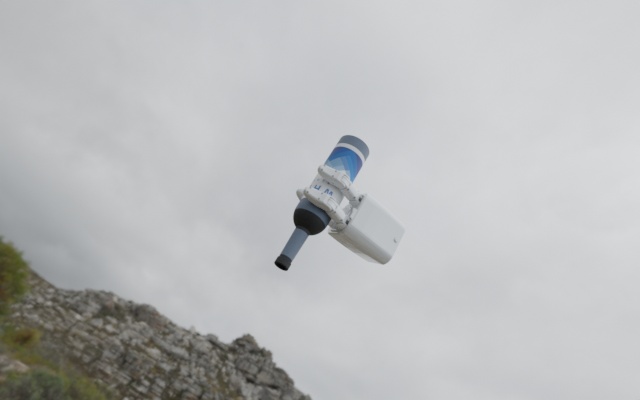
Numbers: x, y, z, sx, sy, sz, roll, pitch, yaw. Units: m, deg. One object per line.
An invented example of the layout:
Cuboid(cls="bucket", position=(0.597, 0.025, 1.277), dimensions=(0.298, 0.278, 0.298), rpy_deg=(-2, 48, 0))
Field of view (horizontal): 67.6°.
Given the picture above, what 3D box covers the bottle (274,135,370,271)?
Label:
Cuboid(cls="bottle", position=(0.000, 0.003, 0.885), dimensions=(0.069, 0.295, 0.069), rpy_deg=(24, -29, 14))
